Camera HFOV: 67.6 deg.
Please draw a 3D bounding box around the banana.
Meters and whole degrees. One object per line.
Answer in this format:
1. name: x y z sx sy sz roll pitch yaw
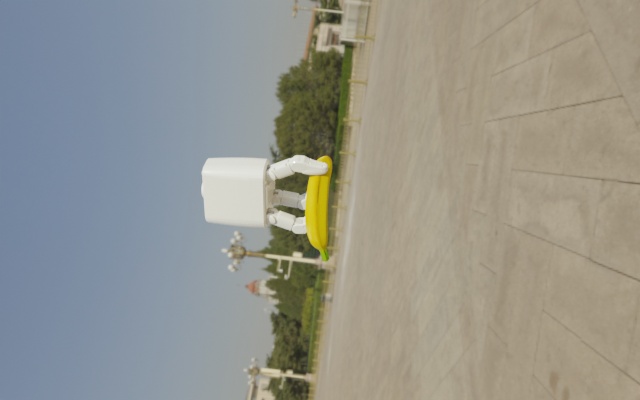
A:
1. banana: -0.002 -0.003 0.789 0.037 0.197 0.070 -1 -28 8
